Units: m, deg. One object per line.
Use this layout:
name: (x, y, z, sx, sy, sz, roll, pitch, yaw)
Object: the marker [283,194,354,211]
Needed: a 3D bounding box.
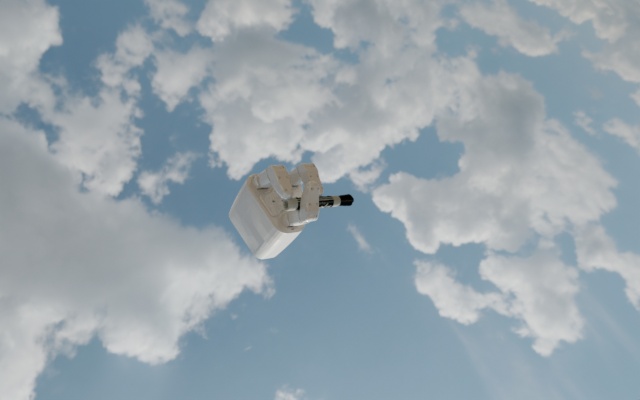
marker: (0.000, 0.002, 0.717, 0.121, 0.020, 0.020, -4, 2, -34)
